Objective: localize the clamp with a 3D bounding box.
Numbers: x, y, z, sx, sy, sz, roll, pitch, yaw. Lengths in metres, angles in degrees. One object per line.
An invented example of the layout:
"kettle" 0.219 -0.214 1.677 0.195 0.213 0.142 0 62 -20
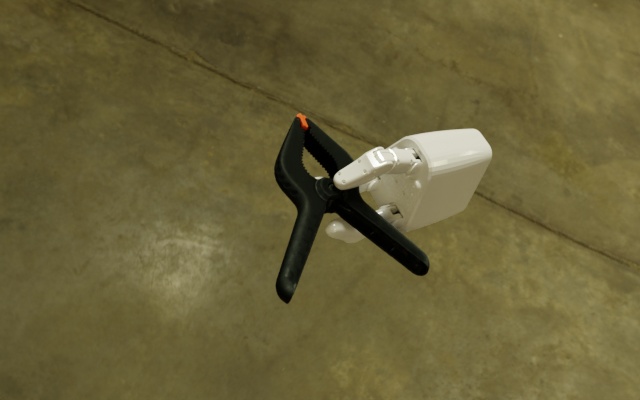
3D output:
"clamp" 0.000 0.001 0.481 0.164 0.210 0.036 -12 -27 -33
